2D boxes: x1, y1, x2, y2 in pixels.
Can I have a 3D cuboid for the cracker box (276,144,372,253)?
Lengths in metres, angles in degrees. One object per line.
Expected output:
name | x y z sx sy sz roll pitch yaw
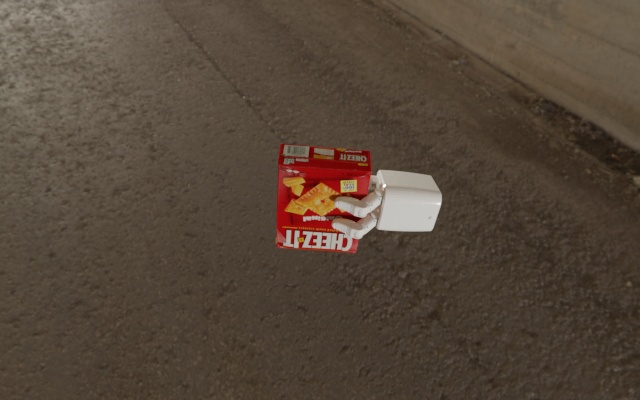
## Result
cracker box | 0.000 0.003 0.898 0.164 0.214 0.072 5 42 -2
